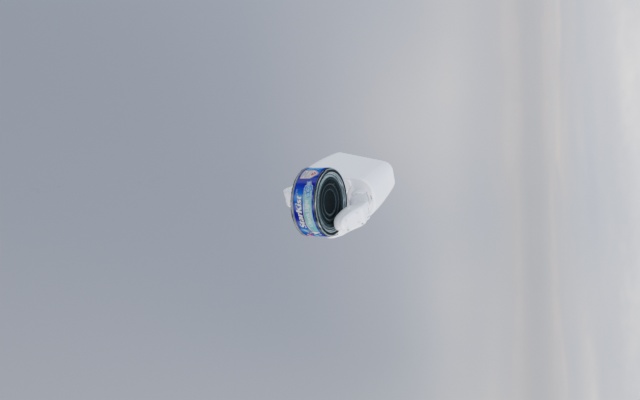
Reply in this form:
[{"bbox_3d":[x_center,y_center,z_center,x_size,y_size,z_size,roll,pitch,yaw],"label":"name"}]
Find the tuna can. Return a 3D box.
[{"bbox_3d":[0.001,0.002,0.583,0.034,0.086,0.086,1,0,29],"label":"tuna can"}]
